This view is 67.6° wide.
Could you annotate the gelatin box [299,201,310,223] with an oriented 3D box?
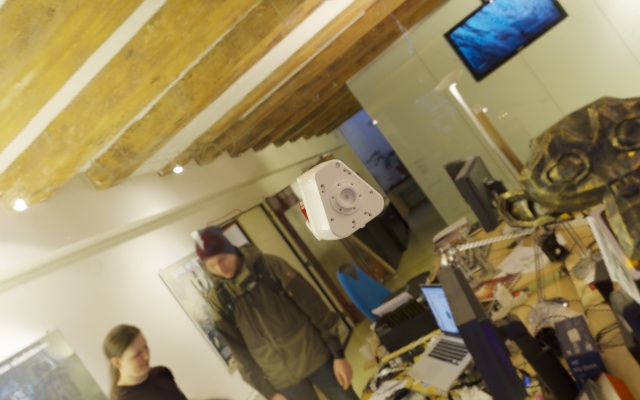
[{"bbox_3d":[0.000,0.002,0.861,0.073,0.030,0.089,-34,9,0],"label":"gelatin box"}]
